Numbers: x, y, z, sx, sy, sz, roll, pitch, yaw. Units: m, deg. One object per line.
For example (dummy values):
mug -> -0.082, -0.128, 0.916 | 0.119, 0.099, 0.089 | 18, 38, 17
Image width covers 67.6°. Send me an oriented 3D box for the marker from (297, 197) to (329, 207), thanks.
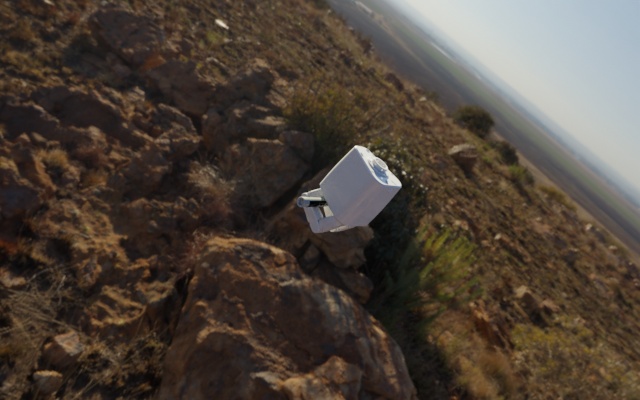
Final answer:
marker -> 0.000, 0.003, 0.899 | 0.020, 0.020, 0.121 | 0, 0, 36
